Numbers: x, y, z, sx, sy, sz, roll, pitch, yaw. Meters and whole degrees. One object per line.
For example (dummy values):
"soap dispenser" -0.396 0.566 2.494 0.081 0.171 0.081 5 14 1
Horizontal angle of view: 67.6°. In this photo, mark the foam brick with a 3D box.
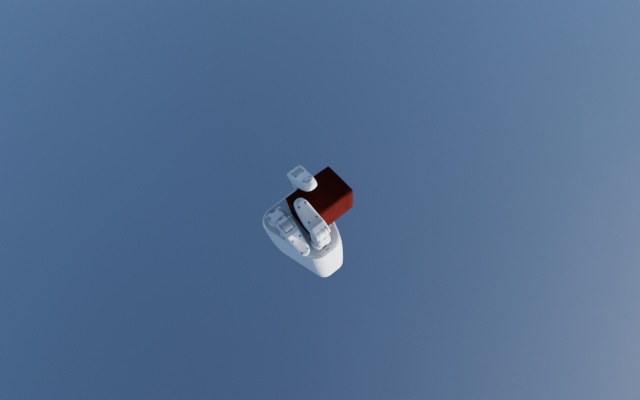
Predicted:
"foam brick" 0.000 0.002 0.660 0.078 0.053 0.051 -37 -24 -10
